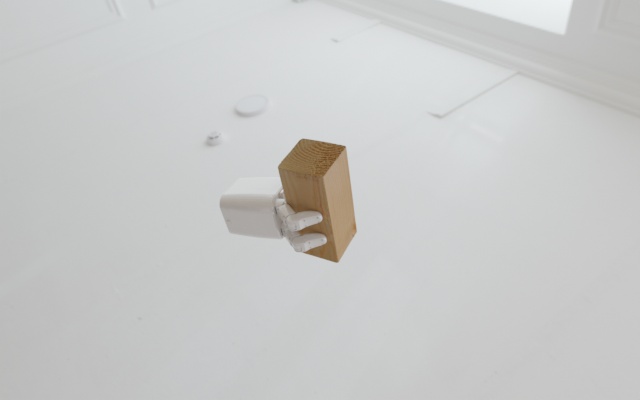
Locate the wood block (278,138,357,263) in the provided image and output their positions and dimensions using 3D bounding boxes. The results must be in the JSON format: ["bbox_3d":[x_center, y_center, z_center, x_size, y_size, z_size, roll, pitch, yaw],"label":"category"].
[{"bbox_3d":[0.000,0.003,0.860,0.090,0.206,0.090,13,47,25],"label":"wood block"}]
